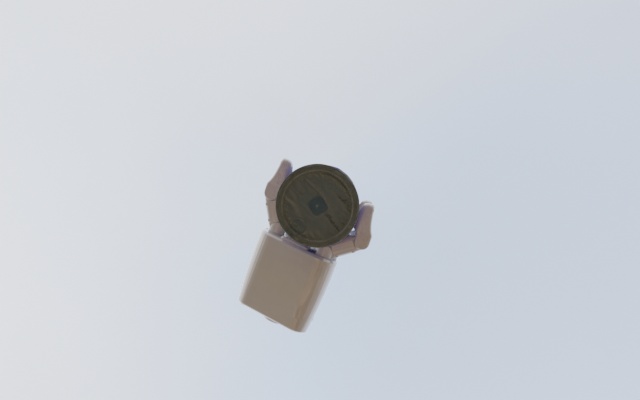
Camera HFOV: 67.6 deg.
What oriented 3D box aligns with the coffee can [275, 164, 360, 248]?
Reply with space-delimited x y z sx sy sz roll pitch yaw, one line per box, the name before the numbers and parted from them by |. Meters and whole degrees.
coffee can | 0.000 0.002 0.647 0.103 0.103 0.140 0 4 3
